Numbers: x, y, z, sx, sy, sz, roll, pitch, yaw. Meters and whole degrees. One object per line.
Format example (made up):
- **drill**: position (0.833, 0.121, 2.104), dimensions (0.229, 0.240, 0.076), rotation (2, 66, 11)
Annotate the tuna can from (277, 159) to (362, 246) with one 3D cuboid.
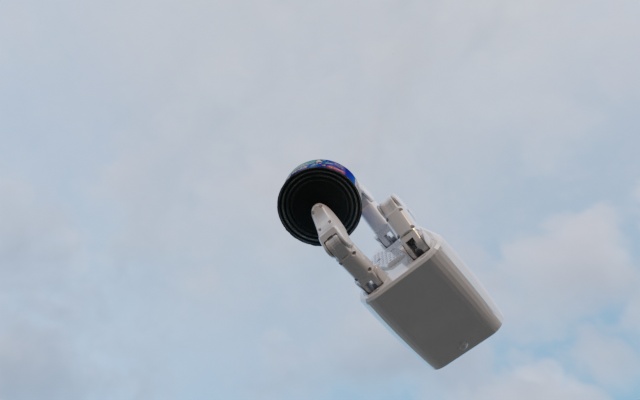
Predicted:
- **tuna can**: position (0.000, 0.001, 0.492), dimensions (0.086, 0.086, 0.033), rotation (0, 21, 5)
